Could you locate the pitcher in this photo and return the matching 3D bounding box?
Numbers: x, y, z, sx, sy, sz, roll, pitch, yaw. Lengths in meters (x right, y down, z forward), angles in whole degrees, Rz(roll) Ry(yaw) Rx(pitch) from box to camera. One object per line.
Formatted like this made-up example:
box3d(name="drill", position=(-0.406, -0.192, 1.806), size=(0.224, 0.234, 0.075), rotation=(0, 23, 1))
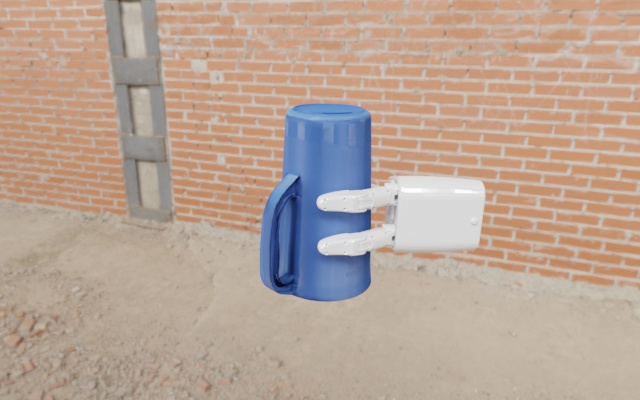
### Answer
box3d(name="pitcher", position=(0.000, 0.002, 0.624), size=(0.145, 0.243, 0.149), rotation=(1, 18, 1))
